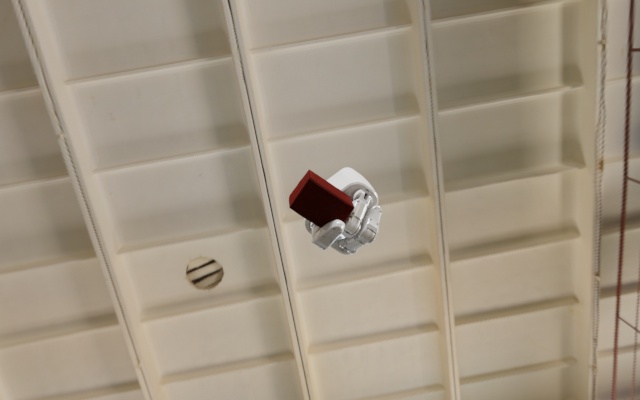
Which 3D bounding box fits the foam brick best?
[{"bbox_3d":[0.000,0.002,0.678,0.078,0.053,0.051,34,13,-15],"label":"foam brick"}]
